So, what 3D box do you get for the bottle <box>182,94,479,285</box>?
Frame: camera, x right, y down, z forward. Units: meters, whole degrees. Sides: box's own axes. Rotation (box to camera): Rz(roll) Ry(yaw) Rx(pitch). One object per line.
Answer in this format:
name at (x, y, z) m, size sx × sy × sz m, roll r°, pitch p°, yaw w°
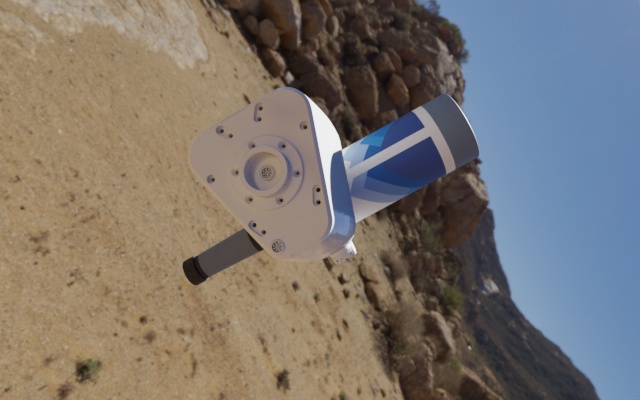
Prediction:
bottle at (0.000, 0.001, 0.453) m, size 0.296 × 0.069 × 0.069 m, roll -29°, pitch -4°, yaw 7°
